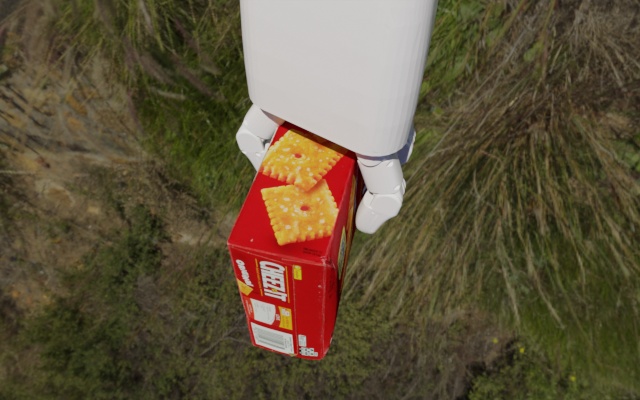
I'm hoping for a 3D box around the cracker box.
[{"bbox_3d":[0.000,0.001,0.402,0.072,0.213,0.164,12,-38,9],"label":"cracker box"}]
